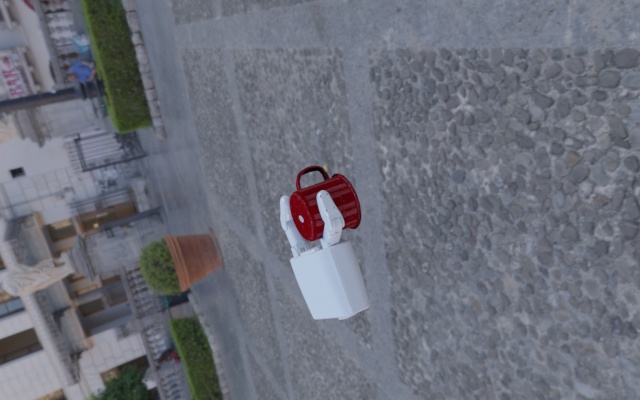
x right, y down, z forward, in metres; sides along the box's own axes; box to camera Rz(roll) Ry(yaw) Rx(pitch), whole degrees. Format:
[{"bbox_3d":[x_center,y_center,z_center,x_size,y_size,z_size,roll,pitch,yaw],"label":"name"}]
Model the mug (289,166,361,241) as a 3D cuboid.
[{"bbox_3d":[-0.001,0.001,0.740,0.081,0.117,0.093,-20,-4,-23],"label":"mug"}]
